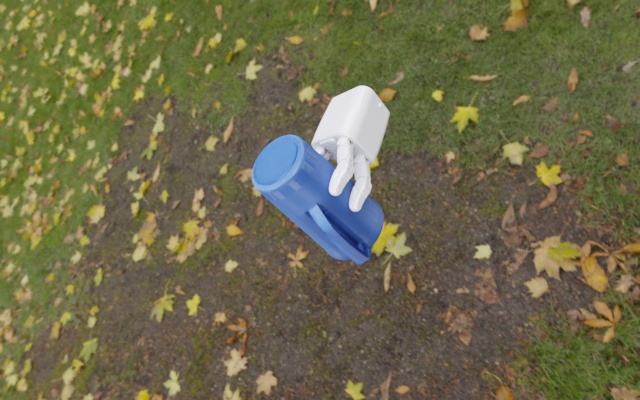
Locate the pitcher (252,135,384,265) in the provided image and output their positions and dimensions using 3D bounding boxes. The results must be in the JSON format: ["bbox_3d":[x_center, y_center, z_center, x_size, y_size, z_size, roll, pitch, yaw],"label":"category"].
[{"bbox_3d":[0.000,0.003,0.821,0.149,0.145,0.243,5,-26,43],"label":"pitcher"}]
